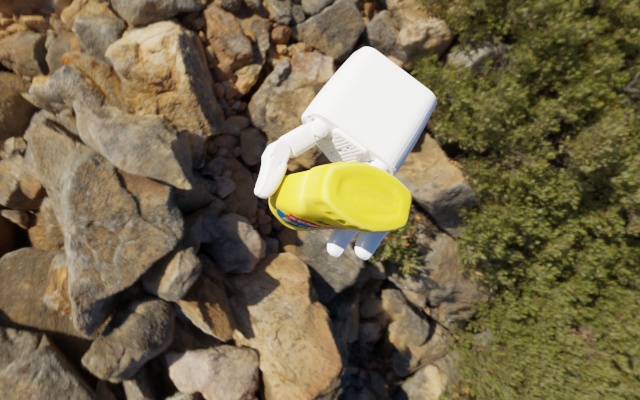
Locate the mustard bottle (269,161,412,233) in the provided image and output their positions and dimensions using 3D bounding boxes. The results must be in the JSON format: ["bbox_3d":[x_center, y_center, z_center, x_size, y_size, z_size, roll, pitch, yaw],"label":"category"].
[{"bbox_3d":[0.000,0.002,0.495,0.096,0.058,0.191,16,-10,-26],"label":"mustard bottle"}]
